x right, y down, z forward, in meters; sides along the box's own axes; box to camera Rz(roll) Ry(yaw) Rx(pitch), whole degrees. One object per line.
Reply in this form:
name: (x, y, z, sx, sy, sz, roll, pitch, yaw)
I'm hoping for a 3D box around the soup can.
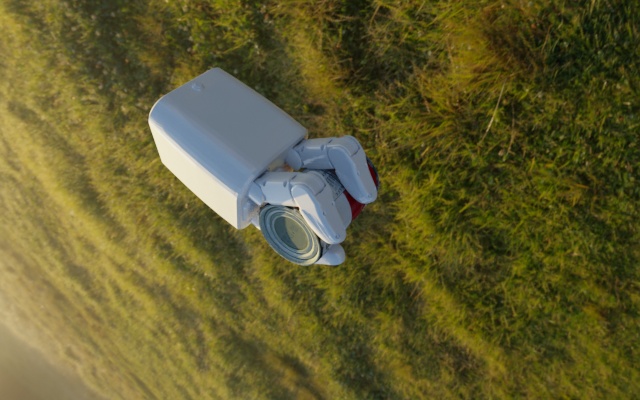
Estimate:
soup can: (0.000, 0.002, 0.433, 0.068, 0.068, 0.102, 0, 34, 40)
